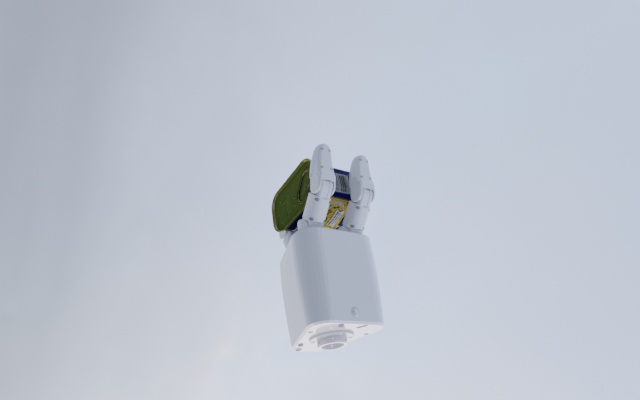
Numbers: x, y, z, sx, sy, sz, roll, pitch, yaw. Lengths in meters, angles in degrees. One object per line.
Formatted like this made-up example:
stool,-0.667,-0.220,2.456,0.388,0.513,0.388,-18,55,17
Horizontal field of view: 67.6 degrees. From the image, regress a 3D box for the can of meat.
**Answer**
can of meat,0.000,0.002,0.591,0.084,0.057,0.102,12,-40,-30
